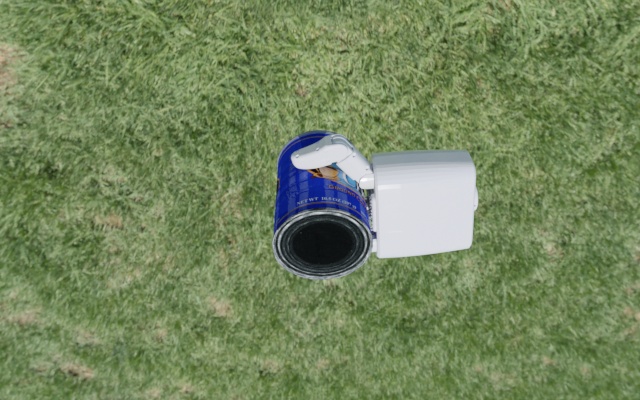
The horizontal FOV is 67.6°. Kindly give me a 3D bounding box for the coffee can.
[{"bbox_3d":[0.000,0.002,0.534,0.103,0.103,0.140,0,41,-2],"label":"coffee can"}]
